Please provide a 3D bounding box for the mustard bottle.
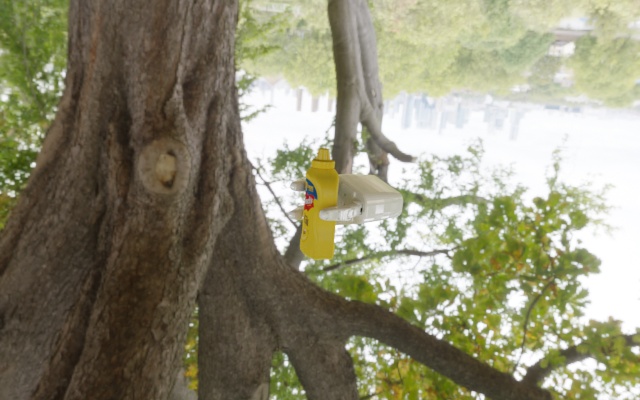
[{"bbox_3d":[0.000,0.003,0.854,0.058,0.192,0.096,1,12,-15],"label":"mustard bottle"}]
